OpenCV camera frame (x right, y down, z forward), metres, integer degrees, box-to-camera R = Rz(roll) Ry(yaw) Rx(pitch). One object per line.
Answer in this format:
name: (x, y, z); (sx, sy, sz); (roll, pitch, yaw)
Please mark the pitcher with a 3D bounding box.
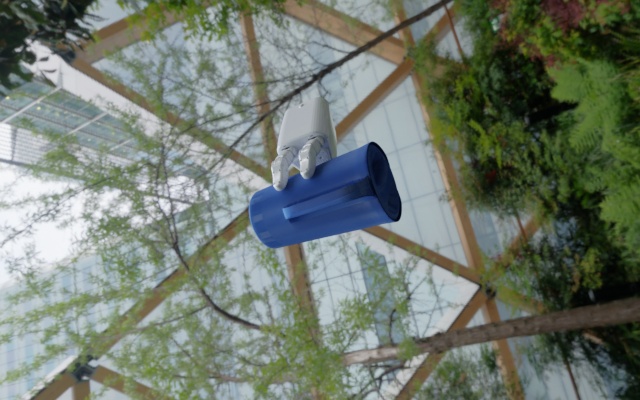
pitcher: (0.000, 0.002, 0.793); (0.243, 0.145, 0.149); (-18, -44, 24)
